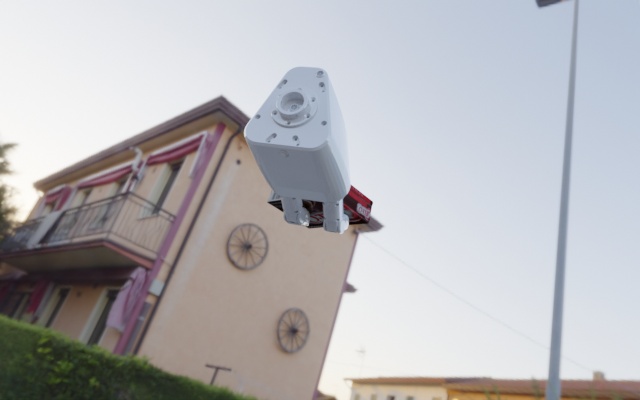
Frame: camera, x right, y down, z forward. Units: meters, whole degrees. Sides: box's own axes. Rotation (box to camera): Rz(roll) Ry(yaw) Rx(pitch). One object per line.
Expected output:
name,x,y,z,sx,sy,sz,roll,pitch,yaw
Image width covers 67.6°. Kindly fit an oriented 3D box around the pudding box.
pudding box,0.000,0.002,0.643,0.113,0.039,0.090,-6,-31,42
